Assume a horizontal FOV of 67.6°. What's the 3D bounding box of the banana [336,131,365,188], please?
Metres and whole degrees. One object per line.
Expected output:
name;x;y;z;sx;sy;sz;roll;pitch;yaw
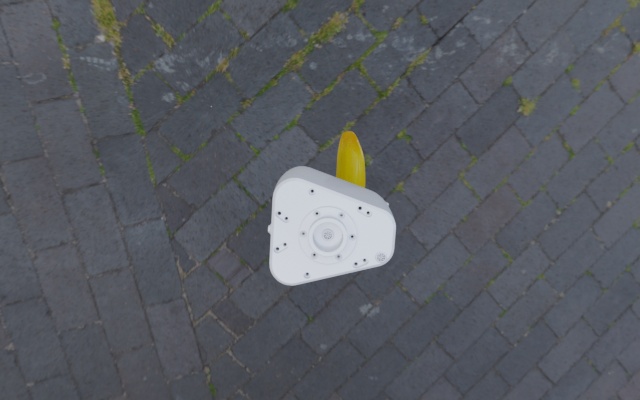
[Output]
banana;0.014;0.014;0.594;0.069;0.198;0.037;30;10;11
